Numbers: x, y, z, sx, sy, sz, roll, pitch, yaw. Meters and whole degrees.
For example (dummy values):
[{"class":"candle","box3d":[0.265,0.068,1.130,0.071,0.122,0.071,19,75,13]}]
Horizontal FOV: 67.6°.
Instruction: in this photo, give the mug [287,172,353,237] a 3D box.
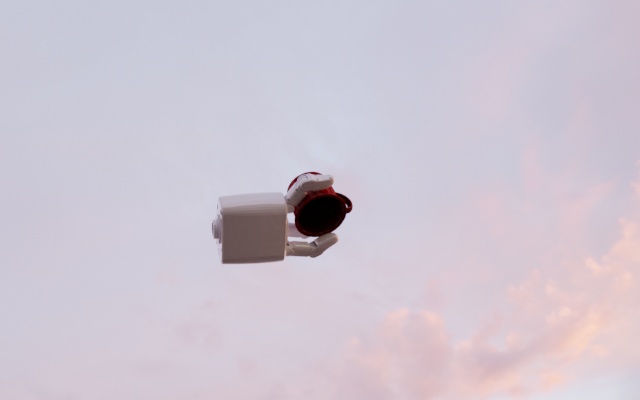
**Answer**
[{"class":"mug","box3d":[0.001,0.003,0.837,0.117,0.093,0.081,-2,37,-21]}]
